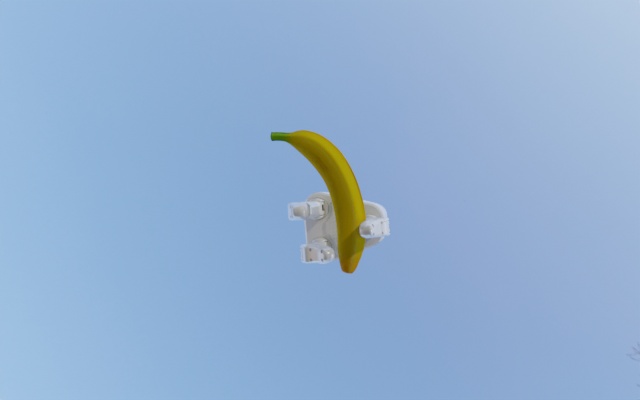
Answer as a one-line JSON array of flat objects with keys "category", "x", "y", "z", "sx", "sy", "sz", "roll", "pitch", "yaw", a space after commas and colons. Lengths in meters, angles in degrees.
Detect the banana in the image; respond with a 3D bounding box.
[{"category": "banana", "x": 0.015, "y": -0.010, "z": 0.586, "sx": 0.069, "sy": 0.198, "sz": 0.037, "roll": -29, "pitch": -1, "yaw": 8}]
